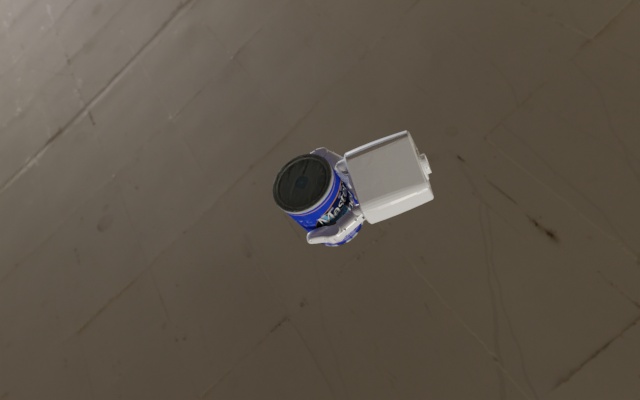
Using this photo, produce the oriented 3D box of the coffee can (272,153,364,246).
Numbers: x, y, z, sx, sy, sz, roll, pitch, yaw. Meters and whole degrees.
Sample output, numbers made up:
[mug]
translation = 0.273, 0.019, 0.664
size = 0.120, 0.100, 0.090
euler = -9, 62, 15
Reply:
[coffee can]
translation = 0.000, 0.003, 0.782
size = 0.103, 0.102, 0.140
euler = 0, -26, 28
